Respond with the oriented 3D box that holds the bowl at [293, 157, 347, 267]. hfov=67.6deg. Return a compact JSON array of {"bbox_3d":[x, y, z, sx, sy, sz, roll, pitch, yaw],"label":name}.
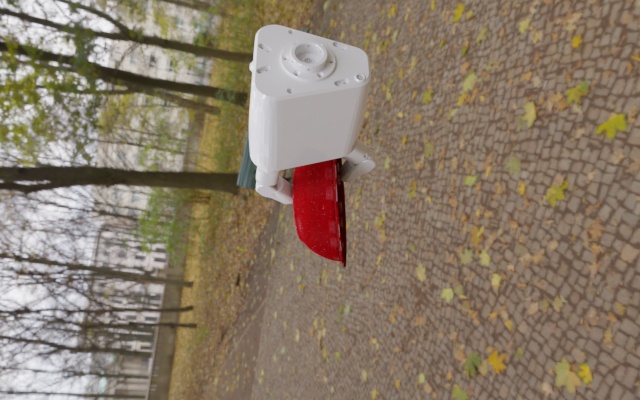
[{"bbox_3d":[0.000,0.003,0.584,0.055,0.162,0.162,-4,0,6],"label":"bowl"}]
